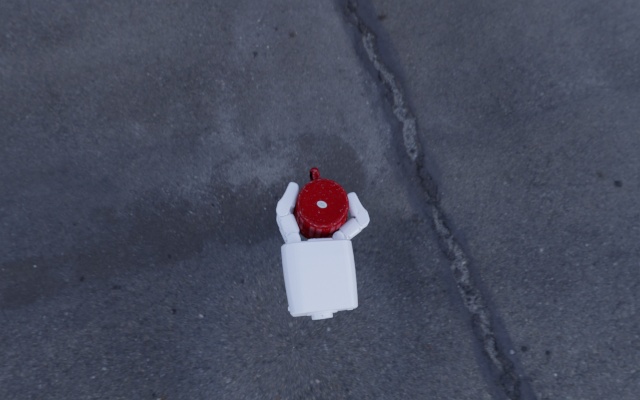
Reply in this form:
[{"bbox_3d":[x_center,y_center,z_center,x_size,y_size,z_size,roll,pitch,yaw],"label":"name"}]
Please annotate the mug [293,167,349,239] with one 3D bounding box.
[{"bbox_3d":[0.000,0.001,0.770,0.093,0.117,0.081,-7,-15,-5],"label":"mug"}]
